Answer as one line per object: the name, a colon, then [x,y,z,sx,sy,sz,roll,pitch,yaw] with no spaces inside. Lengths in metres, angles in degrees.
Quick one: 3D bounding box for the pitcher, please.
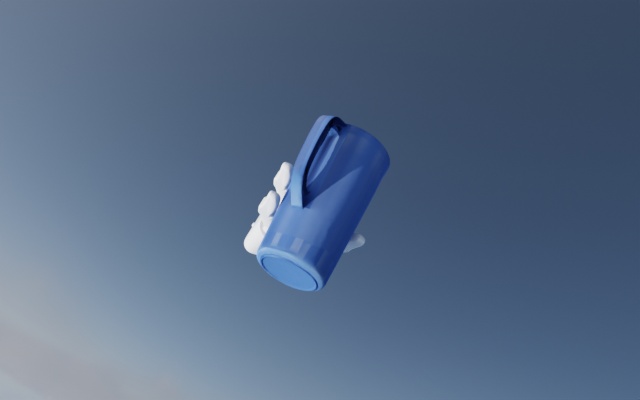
pitcher: [0.000,0.002,0.716,0.149,0.242,0.145,34,-30,-11]
